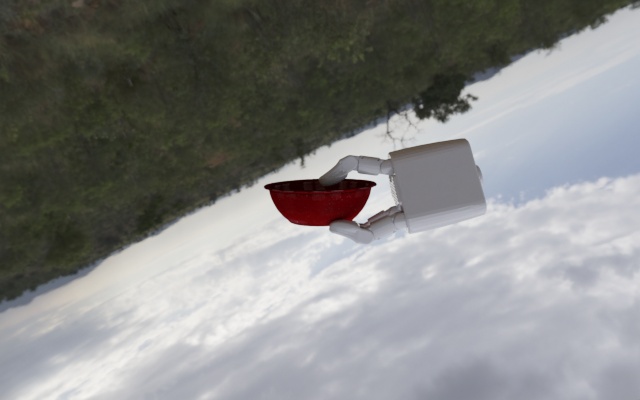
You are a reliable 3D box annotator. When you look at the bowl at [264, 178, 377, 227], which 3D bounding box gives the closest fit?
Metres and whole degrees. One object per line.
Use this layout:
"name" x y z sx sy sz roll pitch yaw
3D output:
"bowl" -0.001 0.003 0.685 0.162 0.055 0.162 -1 8 0
